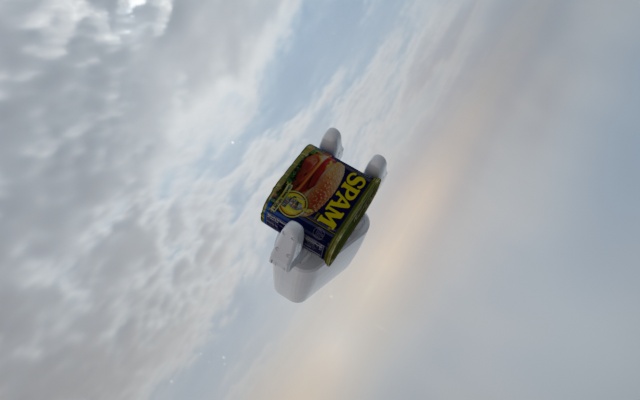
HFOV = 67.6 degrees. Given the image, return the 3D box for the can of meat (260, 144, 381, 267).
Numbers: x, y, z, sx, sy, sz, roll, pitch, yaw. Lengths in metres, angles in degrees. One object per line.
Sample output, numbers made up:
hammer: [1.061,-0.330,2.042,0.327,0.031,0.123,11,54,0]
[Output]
can of meat: [0.000,0.001,0.487,0.084,0.102,0.057,30,-29,11]
